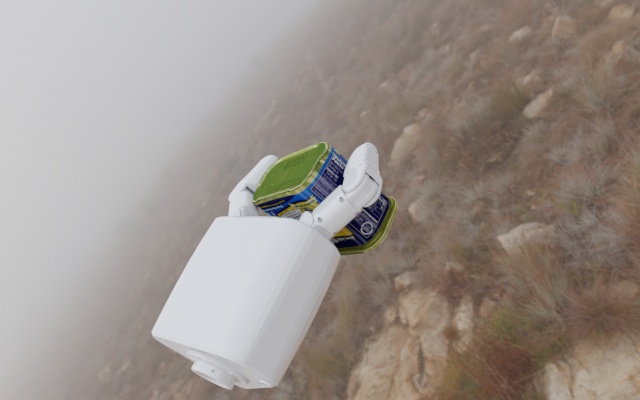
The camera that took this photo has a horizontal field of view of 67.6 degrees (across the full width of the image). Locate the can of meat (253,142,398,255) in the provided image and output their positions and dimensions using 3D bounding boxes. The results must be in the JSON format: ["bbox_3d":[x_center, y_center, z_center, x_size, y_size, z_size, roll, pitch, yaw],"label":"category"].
[{"bbox_3d":[0.000,0.001,0.412,0.084,0.057,0.102,40,-29,-23],"label":"can of meat"}]
